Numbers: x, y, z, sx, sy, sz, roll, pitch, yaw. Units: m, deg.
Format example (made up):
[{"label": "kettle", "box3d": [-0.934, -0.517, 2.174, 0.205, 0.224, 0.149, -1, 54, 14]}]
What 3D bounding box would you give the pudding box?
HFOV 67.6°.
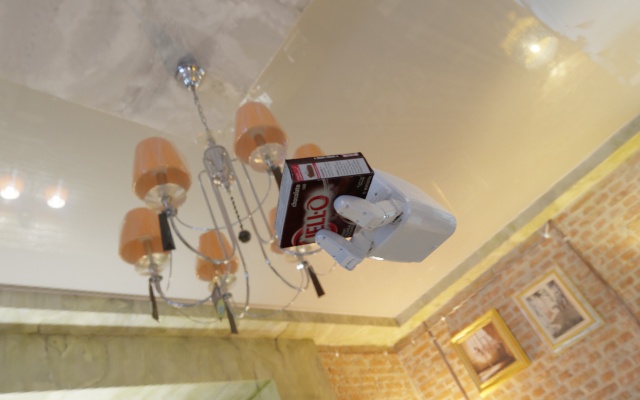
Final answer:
[{"label": "pudding box", "box3d": [0.000, 0.002, 0.523, 0.090, 0.039, 0.114, -8, -41, -20]}]
